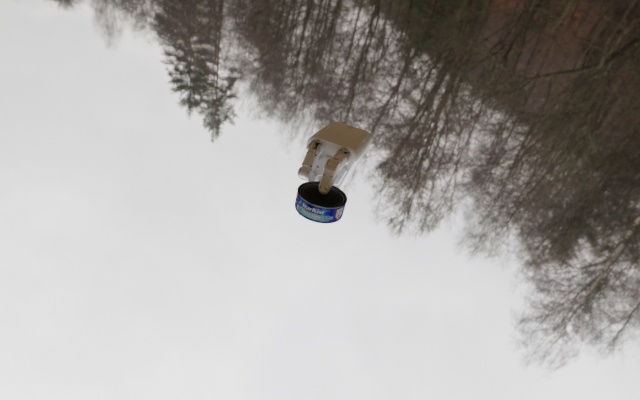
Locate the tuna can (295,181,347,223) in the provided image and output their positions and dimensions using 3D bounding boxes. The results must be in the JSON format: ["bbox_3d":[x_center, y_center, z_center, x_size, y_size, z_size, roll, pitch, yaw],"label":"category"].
[{"bbox_3d":[0.000,0.003,0.809,0.086,0.034,0.086,11,29,-6],"label":"tuna can"}]
